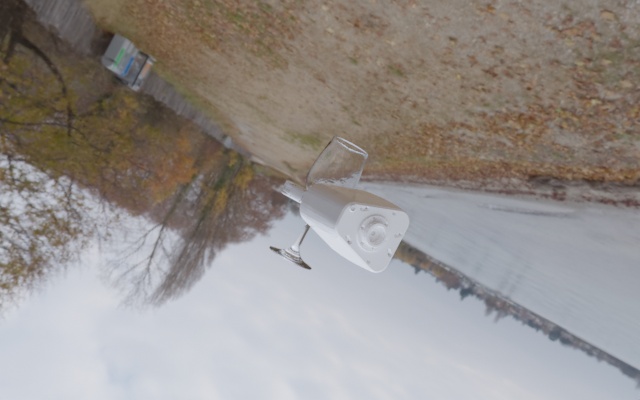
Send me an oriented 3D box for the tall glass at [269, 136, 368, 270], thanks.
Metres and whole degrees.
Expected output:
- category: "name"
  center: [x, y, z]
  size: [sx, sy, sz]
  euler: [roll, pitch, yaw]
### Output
- category: "tall glass"
  center: [0.000, 0.003, 0.742]
  size: [0.079, 0.201, 0.079]
  euler: [28, 0, 0]
